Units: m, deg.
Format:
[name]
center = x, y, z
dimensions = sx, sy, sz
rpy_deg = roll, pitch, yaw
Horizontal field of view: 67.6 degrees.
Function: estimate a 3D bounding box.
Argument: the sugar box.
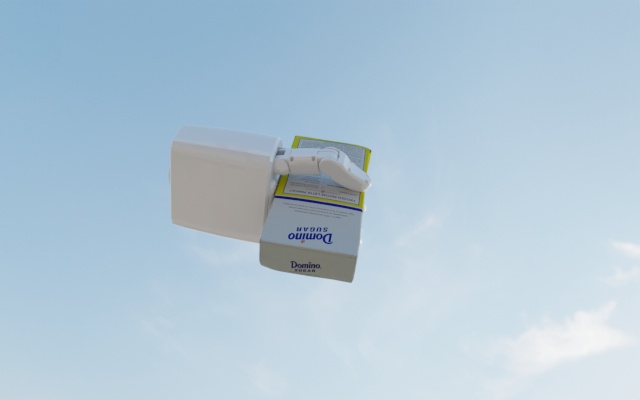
[sugar box]
center = 0.000, 0.002, 0.505
dimensions = 0.093, 0.048, 0.176
rpy_deg = 10, 44, 4
